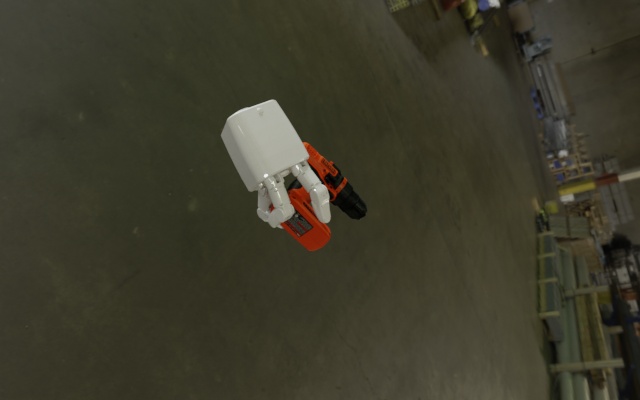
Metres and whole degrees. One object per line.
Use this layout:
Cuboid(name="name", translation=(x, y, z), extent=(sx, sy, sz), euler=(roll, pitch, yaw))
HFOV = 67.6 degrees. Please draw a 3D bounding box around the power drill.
Cuboid(name="power drill", translation=(0.000, 0.003, 0.828), extent=(0.057, 0.184, 0.187), euler=(-40, 13, 31))
